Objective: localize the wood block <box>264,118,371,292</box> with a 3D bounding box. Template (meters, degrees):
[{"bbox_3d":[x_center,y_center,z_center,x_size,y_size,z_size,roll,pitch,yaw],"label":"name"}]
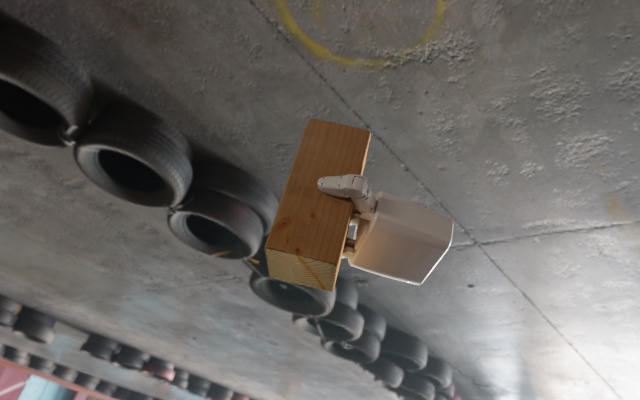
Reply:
[{"bbox_3d":[0.000,0.002,0.639,0.090,0.206,0.091,13,-31,5],"label":"wood block"}]
